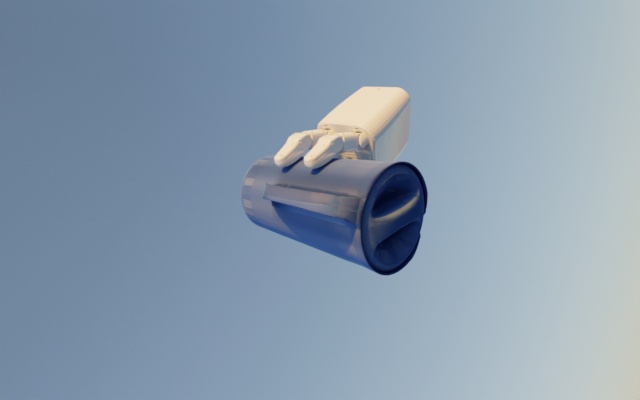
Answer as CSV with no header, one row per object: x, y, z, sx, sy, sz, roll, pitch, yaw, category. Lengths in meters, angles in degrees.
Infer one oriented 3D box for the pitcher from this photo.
0.000,0.002,0.619,0.243,0.149,0.145,12,46,43,pitcher
